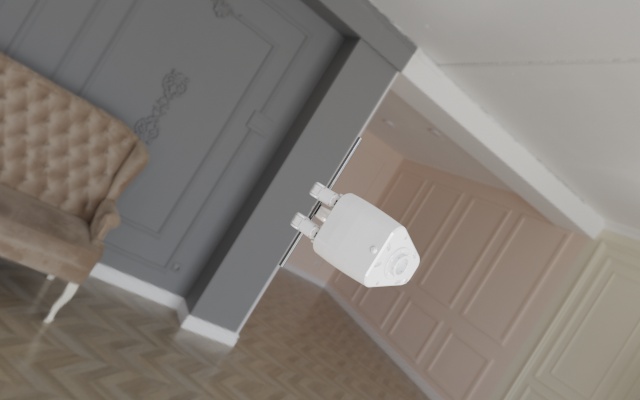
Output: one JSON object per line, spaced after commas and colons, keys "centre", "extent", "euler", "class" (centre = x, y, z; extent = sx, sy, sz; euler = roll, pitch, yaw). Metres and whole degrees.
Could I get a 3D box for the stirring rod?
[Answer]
{"centre": [0.000, 0.003, 0.763], "extent": [0.011, 0.239, 0.011], "euler": [32, 1, 0], "class": "stirring rod"}
